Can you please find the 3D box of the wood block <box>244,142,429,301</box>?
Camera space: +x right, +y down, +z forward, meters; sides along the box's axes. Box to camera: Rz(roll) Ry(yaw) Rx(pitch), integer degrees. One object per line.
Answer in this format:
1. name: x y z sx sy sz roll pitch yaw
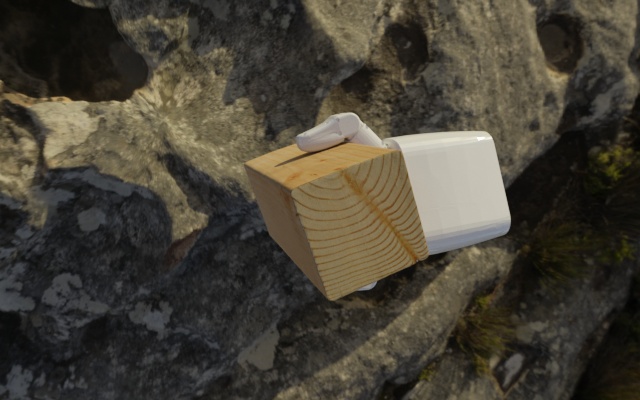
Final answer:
1. wood block: 0.000 0.001 0.441 0.090 0.091 0.206 -21 15 -14
